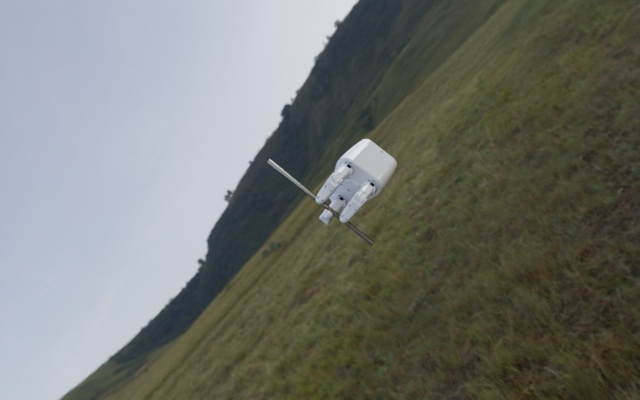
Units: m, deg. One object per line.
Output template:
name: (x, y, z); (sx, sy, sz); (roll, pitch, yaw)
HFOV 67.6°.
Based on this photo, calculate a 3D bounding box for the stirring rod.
stirring rod: (0.000, 0.003, 0.855); (0.239, 0.011, 0.011); (39, 3, 4)
